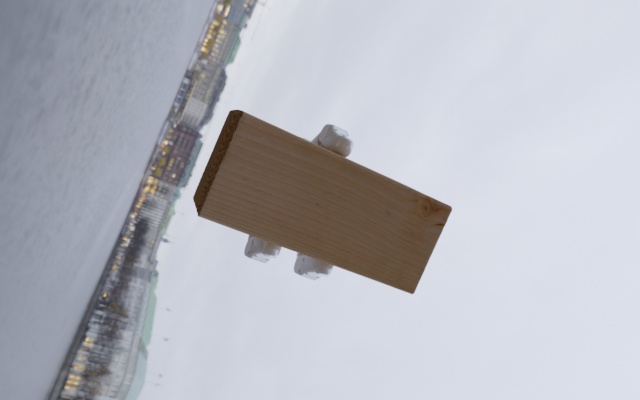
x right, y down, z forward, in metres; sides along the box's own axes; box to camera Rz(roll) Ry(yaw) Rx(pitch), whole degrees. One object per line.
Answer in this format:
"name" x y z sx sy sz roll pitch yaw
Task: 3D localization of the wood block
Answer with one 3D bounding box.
"wood block" 0.000 0.001 0.438 0.206 0.091 0.090 22 3 -20
